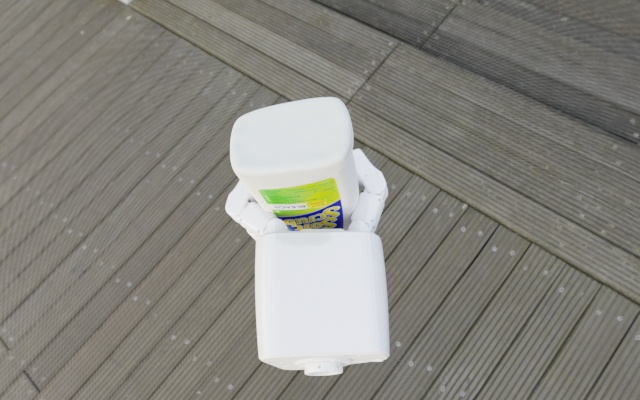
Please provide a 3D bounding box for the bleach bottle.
[{"bbox_3d":[0.000,0.002,0.479,0.102,0.068,0.251,-8,-26,10],"label":"bleach bottle"}]
